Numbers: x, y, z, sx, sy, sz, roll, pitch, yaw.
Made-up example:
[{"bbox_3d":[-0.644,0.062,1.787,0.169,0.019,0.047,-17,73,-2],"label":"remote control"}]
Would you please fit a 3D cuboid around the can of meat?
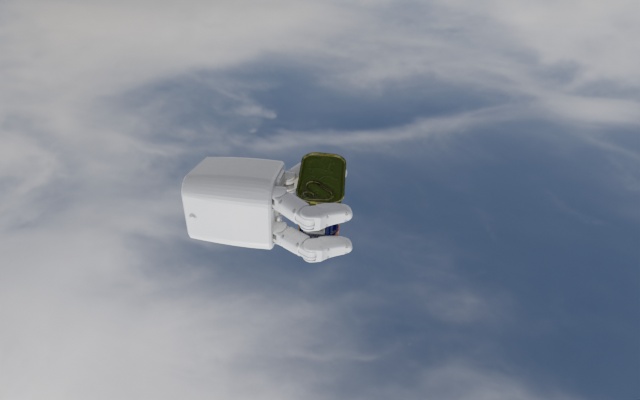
[{"bbox_3d":[0.000,0.002,0.607,0.057,0.084,0.102,5,39,1],"label":"can of meat"}]
